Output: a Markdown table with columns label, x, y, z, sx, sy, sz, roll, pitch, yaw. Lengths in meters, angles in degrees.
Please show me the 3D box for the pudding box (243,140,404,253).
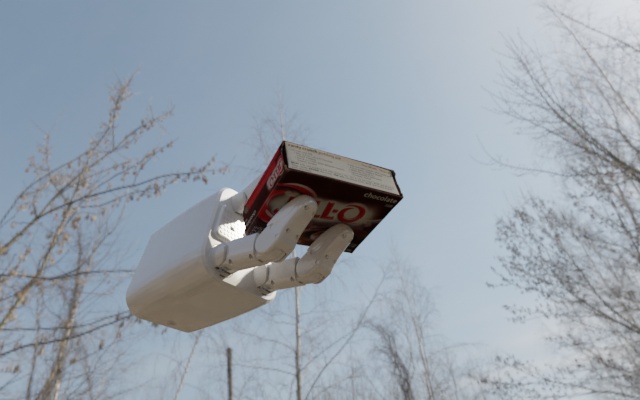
| label | x | y | z | sx | sy | sz | roll | pitch | yaw |
| --- | --- | --- | --- | --- | --- | --- | --- | --- | --- |
| pudding box | 0.000 | 0.001 | 0.418 | 0.113 | 0.039 | 0.090 | 10 | -42 | -27 |
